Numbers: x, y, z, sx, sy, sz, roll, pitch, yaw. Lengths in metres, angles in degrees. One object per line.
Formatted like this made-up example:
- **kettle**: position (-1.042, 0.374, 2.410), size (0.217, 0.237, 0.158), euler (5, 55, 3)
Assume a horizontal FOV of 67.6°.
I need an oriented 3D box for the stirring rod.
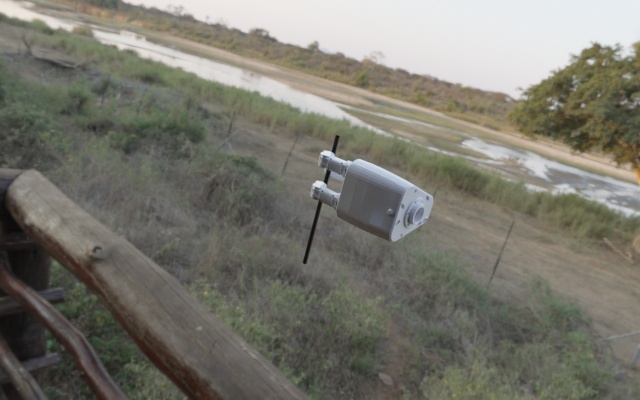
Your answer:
- **stirring rod**: position (0.000, 0.003, 0.838), size (0.011, 0.239, 0.011), euler (13, 17, -4)
